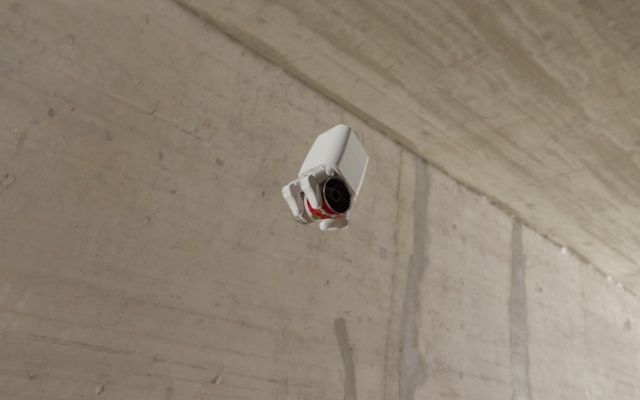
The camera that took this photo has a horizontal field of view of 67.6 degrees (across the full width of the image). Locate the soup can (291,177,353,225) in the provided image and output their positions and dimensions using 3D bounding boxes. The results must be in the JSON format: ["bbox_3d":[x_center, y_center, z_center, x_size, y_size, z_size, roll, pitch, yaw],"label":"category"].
[{"bbox_3d":[0.000,0.003,0.885,0.068,0.068,0.102,0,-14,-41],"label":"soup can"}]
